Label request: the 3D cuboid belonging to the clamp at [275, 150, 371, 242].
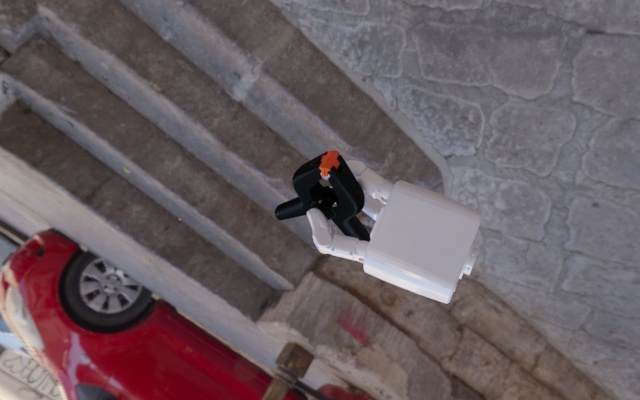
[{"bbox_3d":[0.000,0.002,0.621,0.164,0.036,0.210,19,-27,17],"label":"clamp"}]
